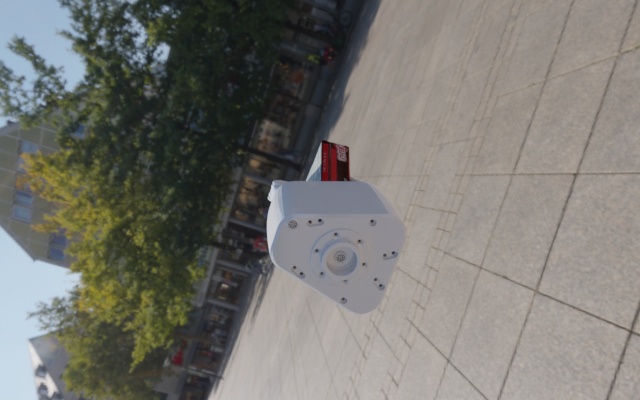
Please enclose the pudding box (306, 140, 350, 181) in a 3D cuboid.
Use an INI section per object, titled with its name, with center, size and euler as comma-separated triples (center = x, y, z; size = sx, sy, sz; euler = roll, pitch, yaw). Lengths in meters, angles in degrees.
[pudding box]
center = 0.000, 0.002, 0.547
size = 0.039, 0.114, 0.090
euler = 16, 41, -11
